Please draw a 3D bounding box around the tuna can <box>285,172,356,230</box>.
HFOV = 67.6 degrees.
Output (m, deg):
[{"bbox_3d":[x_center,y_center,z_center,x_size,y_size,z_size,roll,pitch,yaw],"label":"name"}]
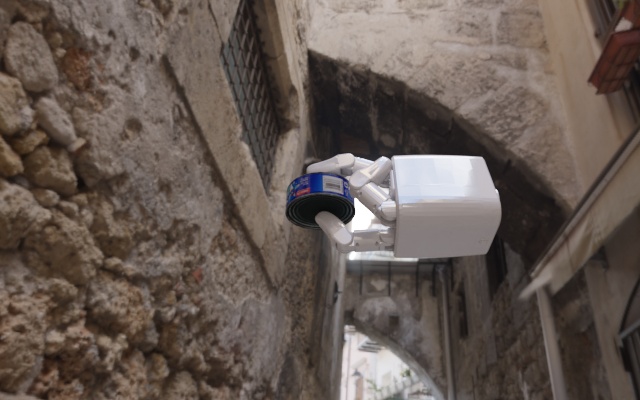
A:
[{"bbox_3d":[0.000,0.001,0.585,0.086,0.033,0.086,-1,-32,-1],"label":"tuna can"}]
